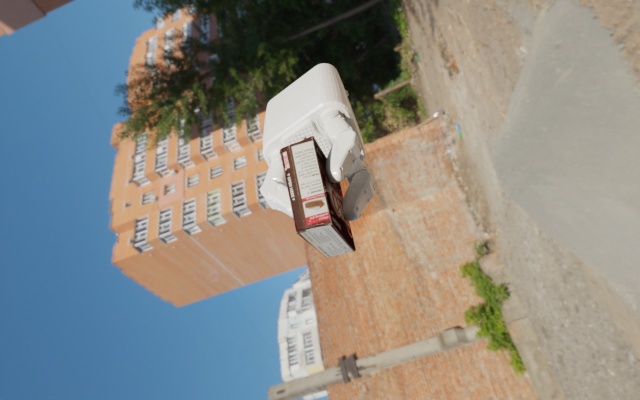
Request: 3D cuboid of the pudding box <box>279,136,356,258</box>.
[{"bbox_3d":[0.000,0.002,0.478,0.039,0.090,0.113,-18,-22,11],"label":"pudding box"}]
